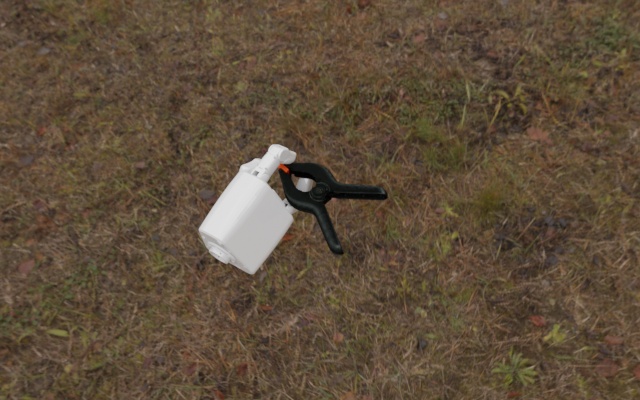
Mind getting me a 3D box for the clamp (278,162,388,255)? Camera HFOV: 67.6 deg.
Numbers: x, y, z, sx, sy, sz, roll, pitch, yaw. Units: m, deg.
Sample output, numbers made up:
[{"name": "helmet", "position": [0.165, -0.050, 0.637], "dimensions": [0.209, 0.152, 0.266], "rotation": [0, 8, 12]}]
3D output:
[{"name": "clamp", "position": [0.000, 0.002, 0.712], "dimensions": [0.171, 0.120, 0.039], "rotation": [24, -24, 22]}]
